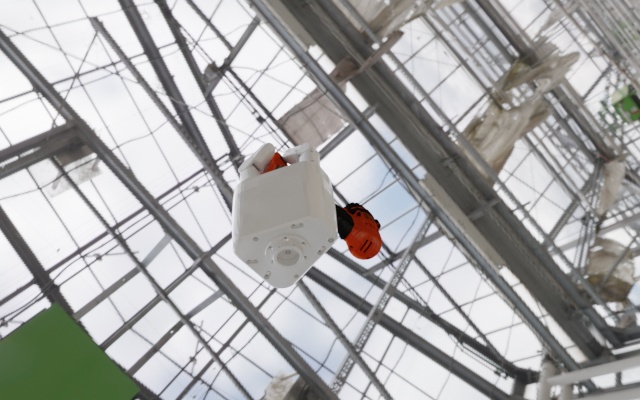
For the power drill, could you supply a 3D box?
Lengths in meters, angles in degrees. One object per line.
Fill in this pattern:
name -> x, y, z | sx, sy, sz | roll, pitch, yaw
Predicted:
power drill -> 0.000, 0.002, 0.689 | 0.187, 0.057, 0.184 | 31, 8, -9
